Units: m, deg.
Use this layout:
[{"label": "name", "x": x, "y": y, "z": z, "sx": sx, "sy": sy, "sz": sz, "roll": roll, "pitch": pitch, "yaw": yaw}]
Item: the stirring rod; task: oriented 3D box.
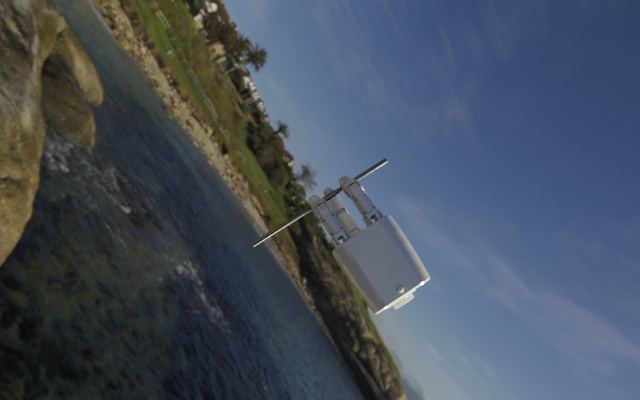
[{"label": "stirring rod", "x": 0.000, "y": 0.002, "z": 0.725, "sx": 0.239, "sy": 0.011, "sz": 0.011, "roll": -32, "pitch": 3, "yaw": -5}]
